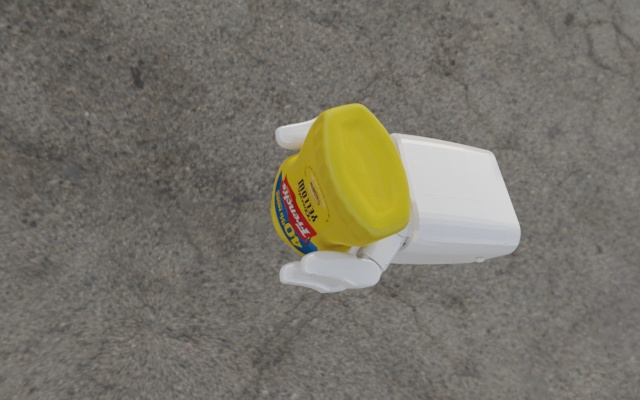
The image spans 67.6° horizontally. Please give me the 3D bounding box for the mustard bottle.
[{"bbox_3d":[0.000,0.001,0.402,0.058,0.096,0.192,-19,-7,-24],"label":"mustard bottle"}]
